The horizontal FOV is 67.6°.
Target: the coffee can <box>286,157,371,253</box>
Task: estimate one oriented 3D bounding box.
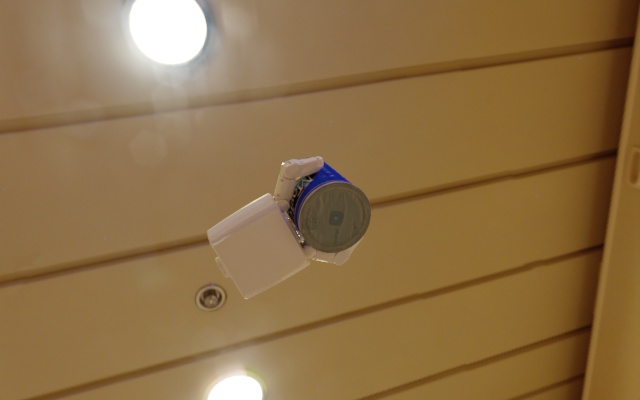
[{"bbox_3d":[0.000,0.002,0.705,0.103,0.103,0.140,0,19,-19],"label":"coffee can"}]
